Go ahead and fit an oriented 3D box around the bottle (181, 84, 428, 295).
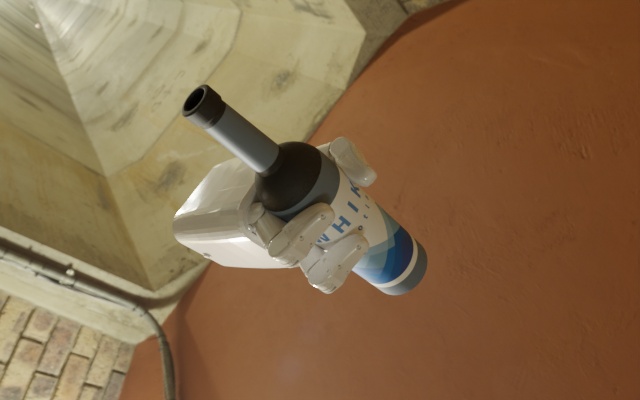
[{"bbox_3d":[0.000,0.001,0.422,0.069,0.069,0.296,0,-28,42],"label":"bottle"}]
